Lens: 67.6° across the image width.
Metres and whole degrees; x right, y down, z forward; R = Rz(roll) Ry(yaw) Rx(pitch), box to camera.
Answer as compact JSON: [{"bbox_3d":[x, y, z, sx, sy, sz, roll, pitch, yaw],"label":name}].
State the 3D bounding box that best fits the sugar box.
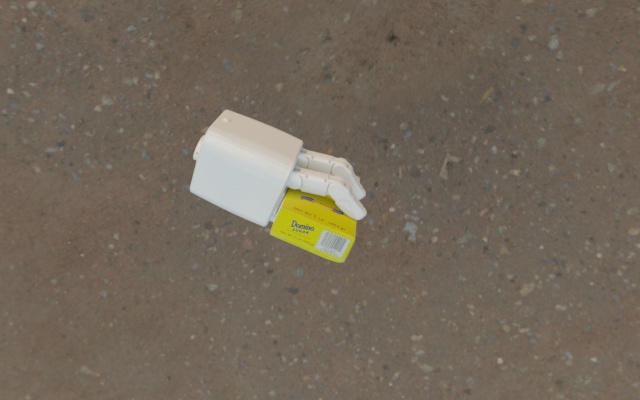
[{"bbox_3d":[0.000,0.002,0.611,0.093,0.048,0.176,24,29,-6],"label":"sugar box"}]
